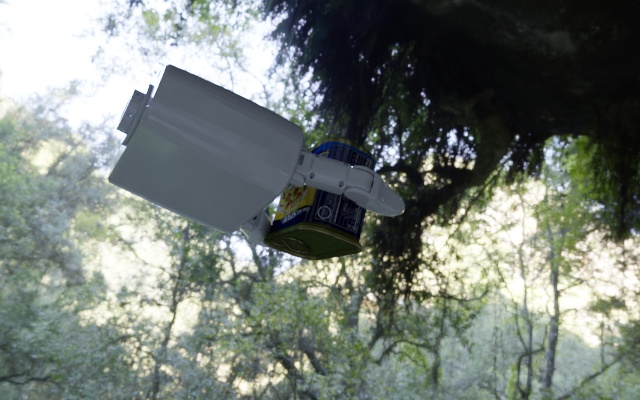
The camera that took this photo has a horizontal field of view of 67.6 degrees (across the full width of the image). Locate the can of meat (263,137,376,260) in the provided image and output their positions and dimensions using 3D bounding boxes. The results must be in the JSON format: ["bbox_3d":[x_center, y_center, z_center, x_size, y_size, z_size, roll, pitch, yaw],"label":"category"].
[{"bbox_3d":[0.000,0.001,0.417,0.057,0.084,0.102,23,-22,-24],"label":"can of meat"}]
